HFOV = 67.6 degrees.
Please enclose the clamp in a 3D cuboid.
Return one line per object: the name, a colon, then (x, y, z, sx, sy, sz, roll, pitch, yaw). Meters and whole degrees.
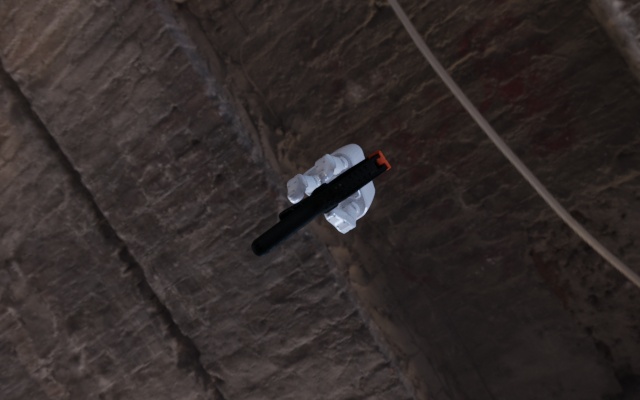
clamp: (0.001, 0.002, 0.663, 0.210, 0.036, 0.164, -32, 7, 22)
